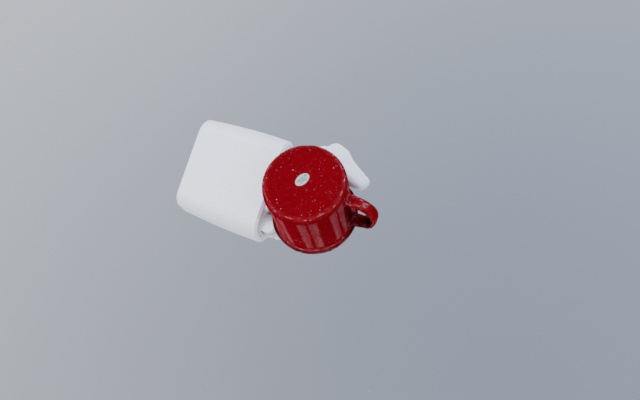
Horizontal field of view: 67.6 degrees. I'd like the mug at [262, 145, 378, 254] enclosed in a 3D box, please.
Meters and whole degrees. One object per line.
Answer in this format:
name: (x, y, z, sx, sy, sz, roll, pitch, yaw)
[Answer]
mug: (0.001, 0.002, 0.472, 0.117, 0.093, 0.081, 18, -19, 14)
